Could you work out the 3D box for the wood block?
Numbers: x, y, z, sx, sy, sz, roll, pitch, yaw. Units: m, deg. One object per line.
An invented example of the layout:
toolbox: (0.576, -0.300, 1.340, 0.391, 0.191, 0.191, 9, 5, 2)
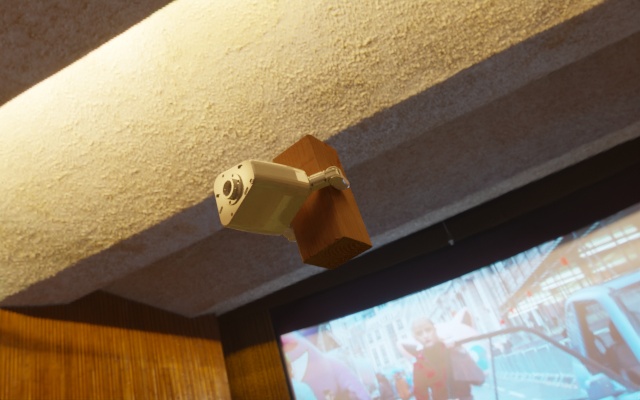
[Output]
wood block: (0.000, 0.002, 0.821, 0.091, 0.206, 0.090, -33, -31, 24)
